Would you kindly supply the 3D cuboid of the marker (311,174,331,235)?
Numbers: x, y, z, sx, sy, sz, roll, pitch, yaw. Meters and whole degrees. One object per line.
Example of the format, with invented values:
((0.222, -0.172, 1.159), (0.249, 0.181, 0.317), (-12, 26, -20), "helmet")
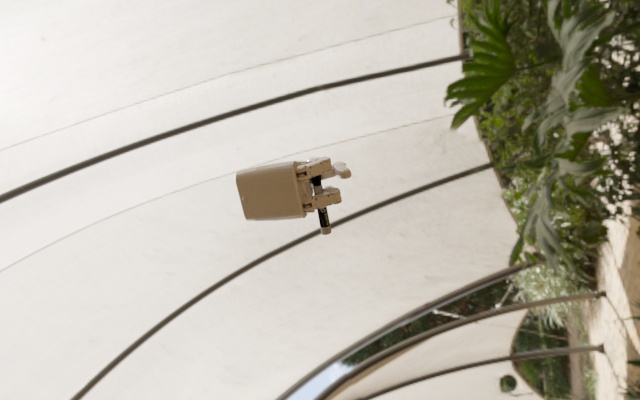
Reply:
((0.000, 0.003, 0.845), (0.020, 0.121, 0.020), (-10, 19, 3), "marker")
